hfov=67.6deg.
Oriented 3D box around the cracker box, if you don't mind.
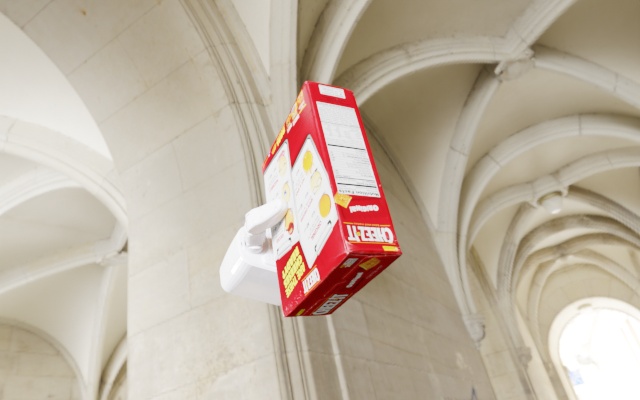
[{"bbox_3d":[0.000,0.002,0.543,0.072,0.213,0.164,3,-34,-26],"label":"cracker box"}]
